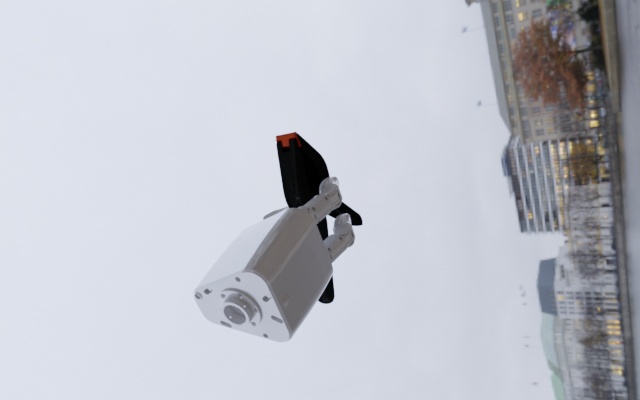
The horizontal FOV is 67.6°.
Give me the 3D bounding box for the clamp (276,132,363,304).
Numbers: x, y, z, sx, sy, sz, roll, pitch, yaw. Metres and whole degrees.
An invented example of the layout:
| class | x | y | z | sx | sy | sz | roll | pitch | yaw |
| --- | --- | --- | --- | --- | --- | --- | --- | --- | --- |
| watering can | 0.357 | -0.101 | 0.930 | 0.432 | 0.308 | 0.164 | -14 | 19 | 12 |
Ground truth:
| class | x | y | z | sx | sy | sz | roll | pitch | yaw |
| --- | --- | --- | --- | --- | --- | --- | --- | --- | --- |
| clamp | -0.001 | 0.002 | 0.614 | 0.036 | 0.210 | 0.164 | -8 | 27 | 27 |
